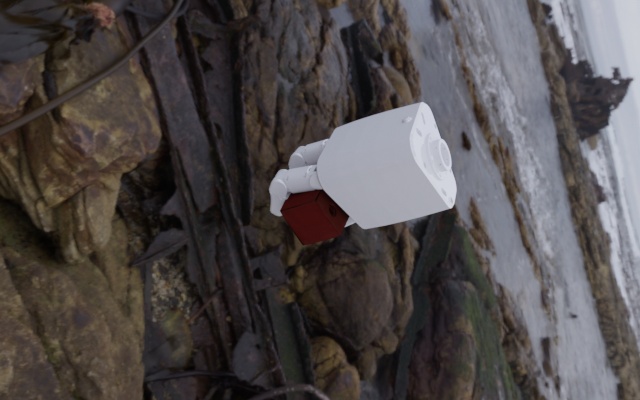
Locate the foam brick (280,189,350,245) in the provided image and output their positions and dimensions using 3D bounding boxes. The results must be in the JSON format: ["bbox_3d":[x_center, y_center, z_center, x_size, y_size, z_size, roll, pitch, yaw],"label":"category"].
[{"bbox_3d":[0.000,0.002,0.533,0.051,0.053,0.078,-15,32,33],"label":"foam brick"}]
